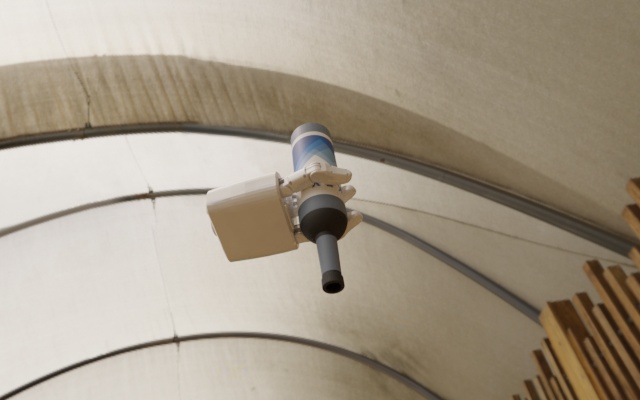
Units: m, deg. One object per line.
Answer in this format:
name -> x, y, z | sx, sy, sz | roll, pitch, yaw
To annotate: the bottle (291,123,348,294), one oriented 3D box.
bottle -> 0.000, 0.002, 0.676 | 0.069, 0.069, 0.295 | 0, 44, -9
